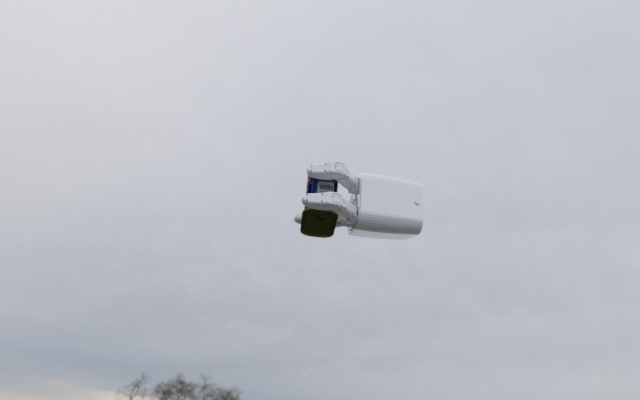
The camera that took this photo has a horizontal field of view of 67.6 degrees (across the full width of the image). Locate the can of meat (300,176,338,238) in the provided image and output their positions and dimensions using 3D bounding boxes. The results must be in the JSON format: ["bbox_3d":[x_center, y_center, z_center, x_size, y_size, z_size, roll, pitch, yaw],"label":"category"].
[{"bbox_3d":[0.000,0.002,0.793,0.057,0.084,0.102,6,-29,-2],"label":"can of meat"}]
